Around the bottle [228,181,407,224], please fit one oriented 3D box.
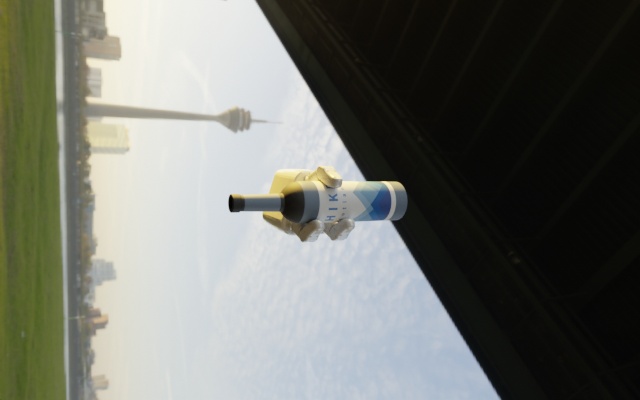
[{"bbox_3d":[0.000,0.002,0.760,0.296,0.069,0.069,-1,0,-28],"label":"bottle"}]
